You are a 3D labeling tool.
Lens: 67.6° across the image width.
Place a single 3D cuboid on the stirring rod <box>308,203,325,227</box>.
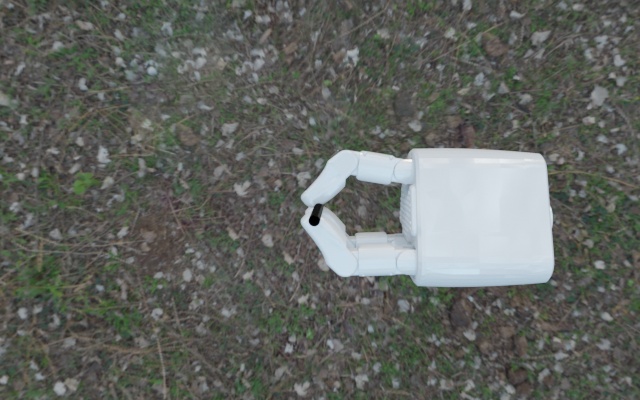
[{"bbox_3d":[0.000,0.001,0.448,0.011,0.011,0.239,0,6,2],"label":"stirring rod"}]
